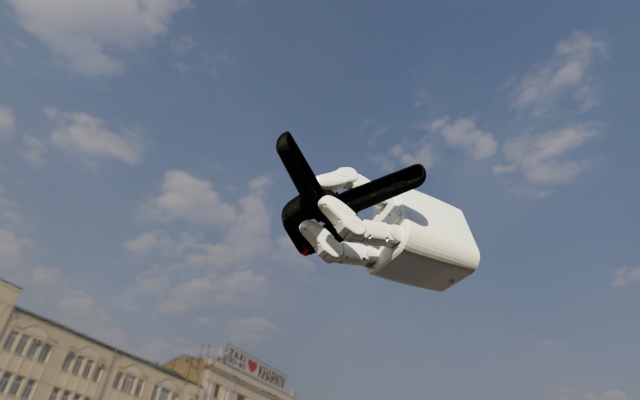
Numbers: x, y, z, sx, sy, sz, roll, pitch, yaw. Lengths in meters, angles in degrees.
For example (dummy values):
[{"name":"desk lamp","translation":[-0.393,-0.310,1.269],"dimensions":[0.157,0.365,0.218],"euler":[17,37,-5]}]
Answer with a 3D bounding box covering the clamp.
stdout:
[{"name":"clamp","translation":[0.000,0.002,0.564],"dimensions":[0.164,0.036,0.210],"euler":[18,-39,-18]}]
